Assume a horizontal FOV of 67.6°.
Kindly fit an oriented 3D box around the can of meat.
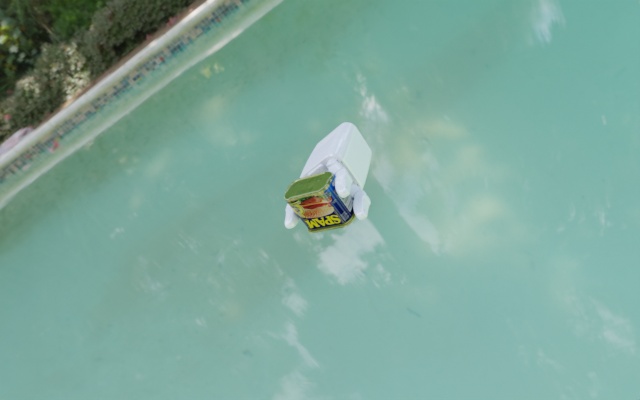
[{"bbox_3d":[0.000,0.002,0.808,0.102,0.057,0.084,-13,-53,37],"label":"can of meat"}]
